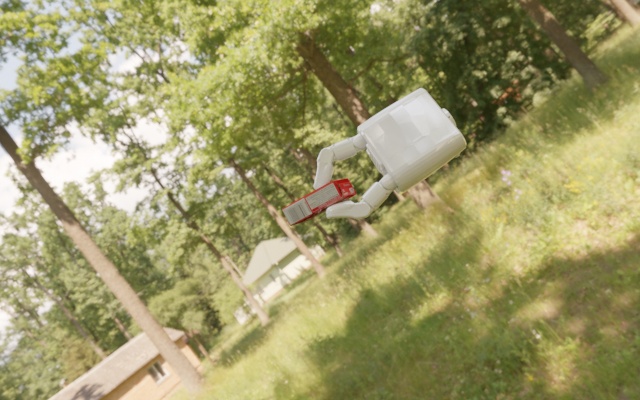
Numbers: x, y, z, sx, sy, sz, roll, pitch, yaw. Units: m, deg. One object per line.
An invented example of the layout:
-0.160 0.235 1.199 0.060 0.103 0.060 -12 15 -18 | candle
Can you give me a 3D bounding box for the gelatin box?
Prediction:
0.000 0.002 0.675 0.089 0.030 0.073 -29 -5 17 | gelatin box
